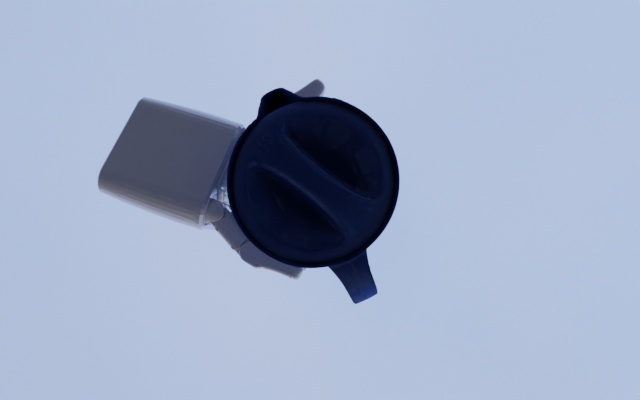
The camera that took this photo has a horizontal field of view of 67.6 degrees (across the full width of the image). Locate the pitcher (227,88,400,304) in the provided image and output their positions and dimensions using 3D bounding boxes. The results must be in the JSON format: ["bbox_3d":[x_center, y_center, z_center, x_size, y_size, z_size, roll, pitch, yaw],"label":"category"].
[{"bbox_3d":[0.000,0.001,0.478,0.145,0.149,0.243,19,-3,2],"label":"pitcher"}]
